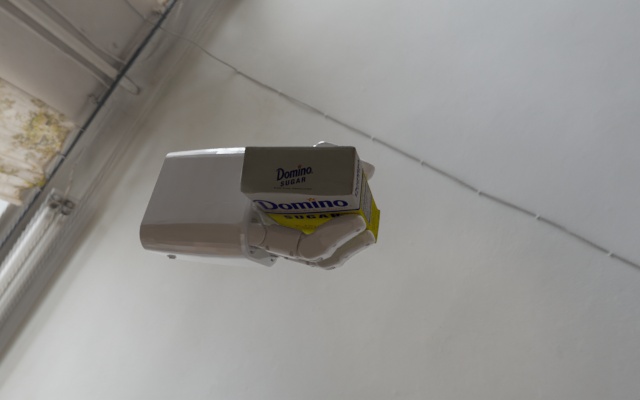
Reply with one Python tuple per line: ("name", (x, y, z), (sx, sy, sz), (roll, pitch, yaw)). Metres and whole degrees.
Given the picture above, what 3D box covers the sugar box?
("sugar box", (0.000, 0.002, 0.446), (0.093, 0.048, 0.176), (1, -14, 14))
